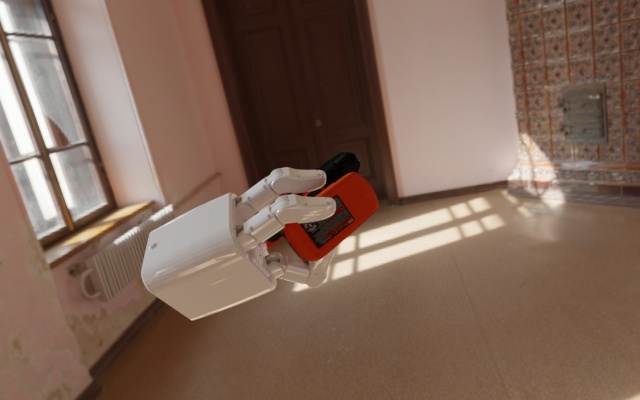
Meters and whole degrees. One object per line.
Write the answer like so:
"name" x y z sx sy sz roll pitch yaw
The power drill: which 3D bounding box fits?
"power drill" 0.000 0.002 0.585 0.184 0.057 0.187 -41 13 -10
